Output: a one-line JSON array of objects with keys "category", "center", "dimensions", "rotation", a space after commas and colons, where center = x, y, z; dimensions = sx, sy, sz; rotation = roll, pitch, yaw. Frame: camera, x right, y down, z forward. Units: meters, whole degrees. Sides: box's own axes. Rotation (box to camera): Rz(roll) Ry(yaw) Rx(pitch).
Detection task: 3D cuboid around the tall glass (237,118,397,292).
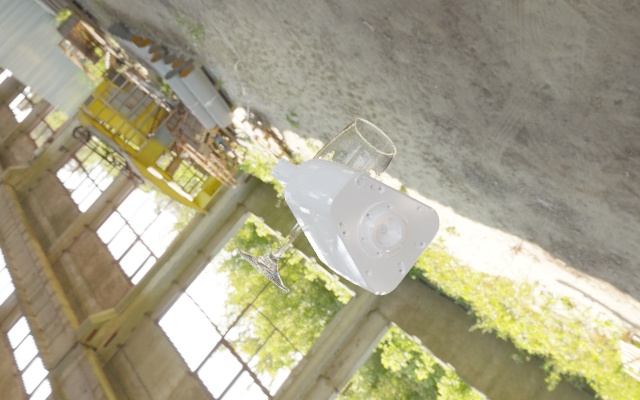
[{"category": "tall glass", "center": [0.000, 0.002, 0.538], "dimensions": [0.079, 0.201, 0.079], "rotation": [39, -7, 6]}]
